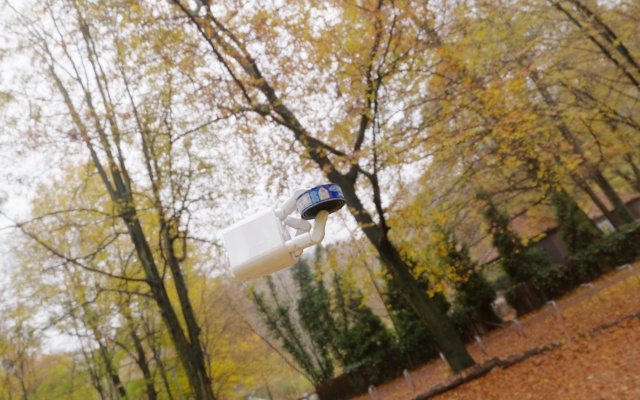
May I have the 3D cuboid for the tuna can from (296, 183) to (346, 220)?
[{"bbox_3d":[0.000,0.002,0.858,0.086,0.033,0.086,-18,-18,-6],"label":"tuna can"}]
